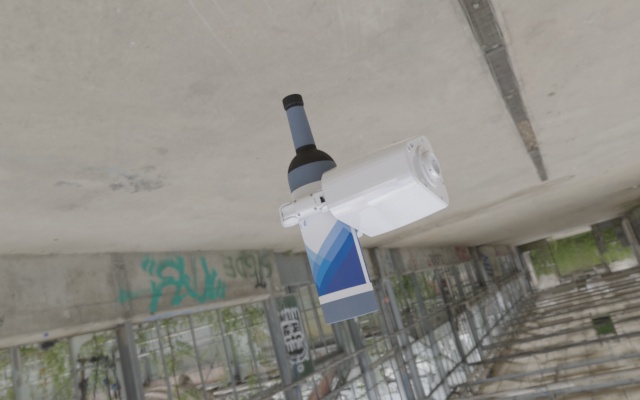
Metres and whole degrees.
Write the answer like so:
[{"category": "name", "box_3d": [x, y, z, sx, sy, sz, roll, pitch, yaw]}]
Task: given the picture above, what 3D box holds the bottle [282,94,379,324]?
[{"category": "bottle", "box_3d": [0.000, 0.002, 0.606, 0.069, 0.295, 0.069, -15, -13, -3]}]
